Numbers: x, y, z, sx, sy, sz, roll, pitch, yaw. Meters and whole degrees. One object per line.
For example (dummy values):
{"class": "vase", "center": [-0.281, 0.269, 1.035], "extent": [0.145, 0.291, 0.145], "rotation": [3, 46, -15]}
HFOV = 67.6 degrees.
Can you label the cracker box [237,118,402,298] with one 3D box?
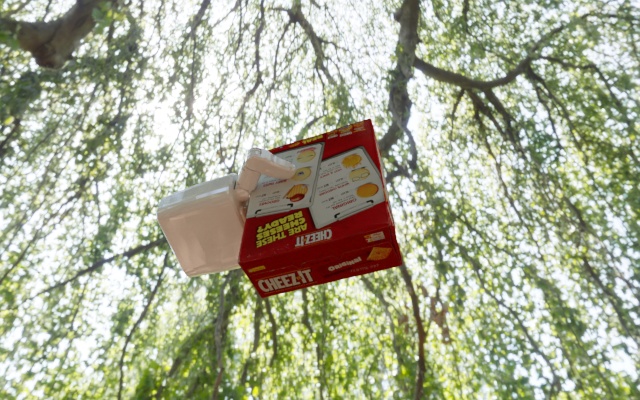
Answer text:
{"class": "cracker box", "center": [0.000, 0.002, 0.575], "extent": [0.164, 0.072, 0.213], "rotation": [-15, 37, 11]}
